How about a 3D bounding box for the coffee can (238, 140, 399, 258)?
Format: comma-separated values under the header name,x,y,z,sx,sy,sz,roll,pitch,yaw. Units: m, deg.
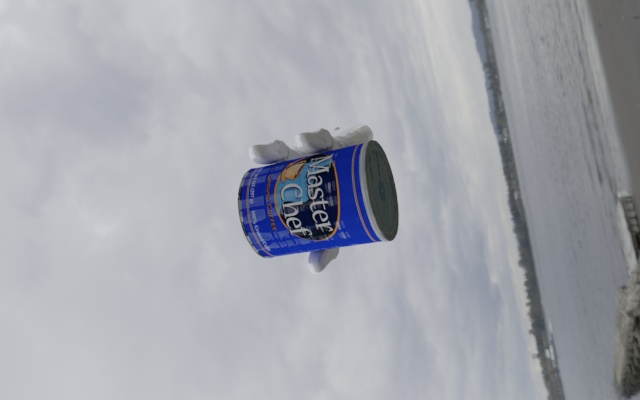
name,x,y,z,sx,sy,sz,roll,pitch,yaw
coffee can,0.000,0.002,0.502,0.140,0.103,0.103,-11,-4,23
